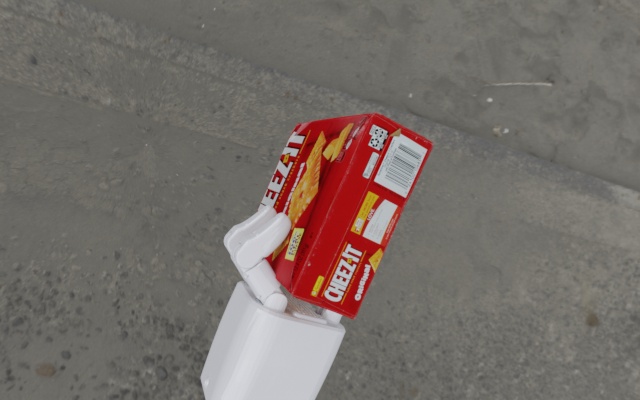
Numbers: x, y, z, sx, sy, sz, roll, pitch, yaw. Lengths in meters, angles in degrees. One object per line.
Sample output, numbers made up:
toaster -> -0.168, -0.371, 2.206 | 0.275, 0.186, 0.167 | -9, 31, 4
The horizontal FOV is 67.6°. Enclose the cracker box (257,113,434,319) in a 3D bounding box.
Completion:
cracker box -> 0.000, 0.002, 0.482 | 0.072, 0.164, 0.213 | 25, -2, -21
